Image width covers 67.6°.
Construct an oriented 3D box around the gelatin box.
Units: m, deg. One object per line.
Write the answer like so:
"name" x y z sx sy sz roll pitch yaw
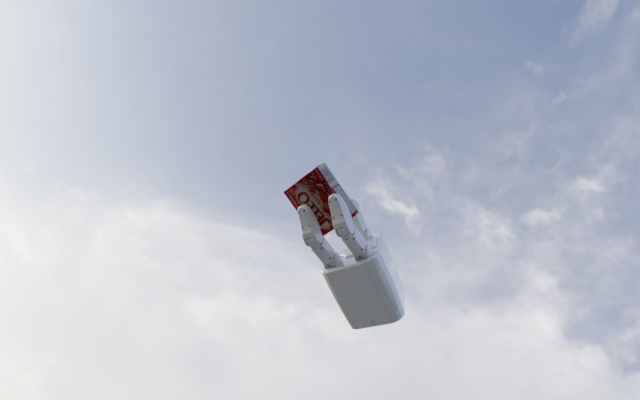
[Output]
"gelatin box" 0.000 0.002 0.698 0.073 0.089 0.030 -35 -1 32
